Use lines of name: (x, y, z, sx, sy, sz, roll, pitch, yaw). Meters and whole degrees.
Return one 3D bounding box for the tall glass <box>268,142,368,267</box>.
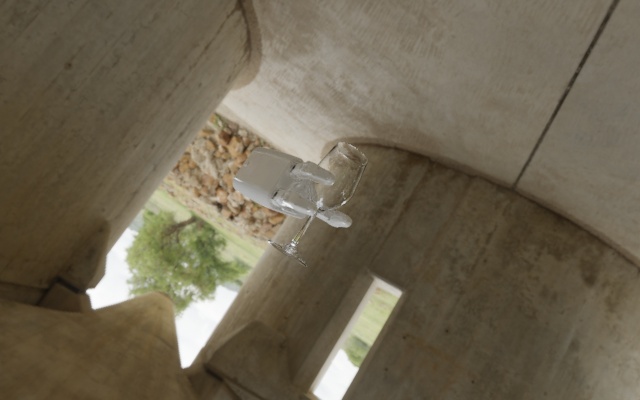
tall glass: (0.000, 0.003, 0.774, 0.079, 0.201, 0.079, 31, -12, 8)
